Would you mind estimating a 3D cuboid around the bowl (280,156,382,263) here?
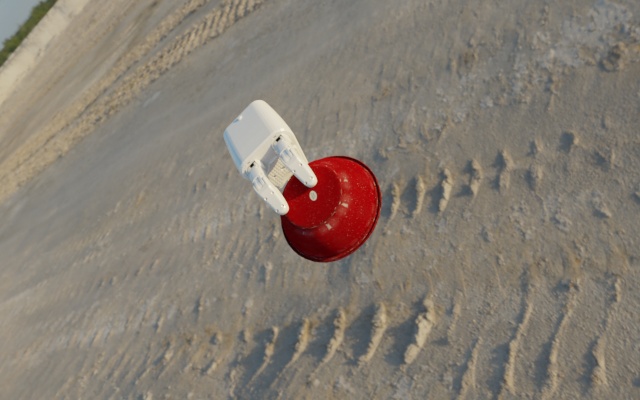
[{"bbox_3d":[0.001,0.003,0.664,0.162,0.162,0.055,0,-18,29],"label":"bowl"}]
